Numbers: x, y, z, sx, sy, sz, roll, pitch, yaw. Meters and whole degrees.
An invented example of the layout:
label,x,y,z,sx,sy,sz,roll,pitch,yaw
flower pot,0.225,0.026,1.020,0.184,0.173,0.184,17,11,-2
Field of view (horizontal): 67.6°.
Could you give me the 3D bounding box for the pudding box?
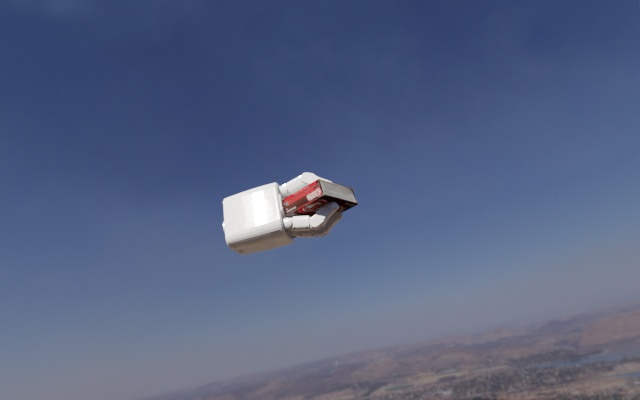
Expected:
label,x,y,z,sx,sy,sz,roll,pitch,yaw
pudding box,0.000,0.003,0.868,0.090,0.039,0.113,-27,-21,31
